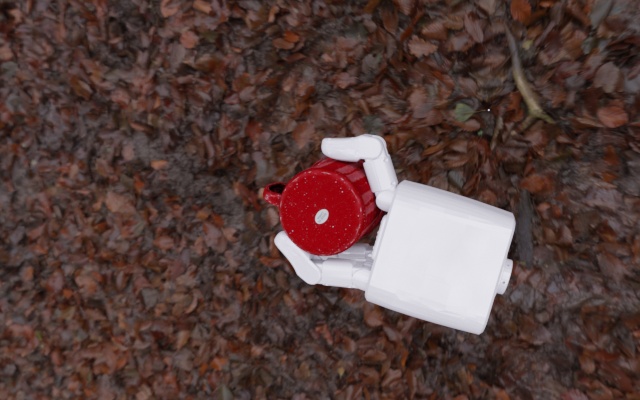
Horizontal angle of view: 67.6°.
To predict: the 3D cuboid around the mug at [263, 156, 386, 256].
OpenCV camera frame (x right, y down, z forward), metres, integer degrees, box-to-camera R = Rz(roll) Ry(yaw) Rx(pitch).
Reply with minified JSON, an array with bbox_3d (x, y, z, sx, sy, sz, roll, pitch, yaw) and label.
[{"bbox_3d":[-0.001,0.001,0.461,0.117,0.093,0.081,15,15,15],"label":"mug"}]
